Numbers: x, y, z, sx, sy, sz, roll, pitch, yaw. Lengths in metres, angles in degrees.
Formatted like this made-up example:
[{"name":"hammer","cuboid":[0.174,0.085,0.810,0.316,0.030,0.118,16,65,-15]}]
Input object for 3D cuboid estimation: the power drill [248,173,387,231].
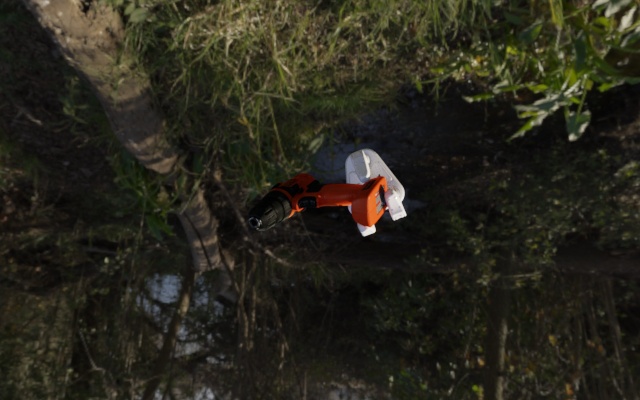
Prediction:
[{"name":"power drill","cuboid":[0.001,0.002,0.753,0.187,0.057,0.184,4,24,25]}]
